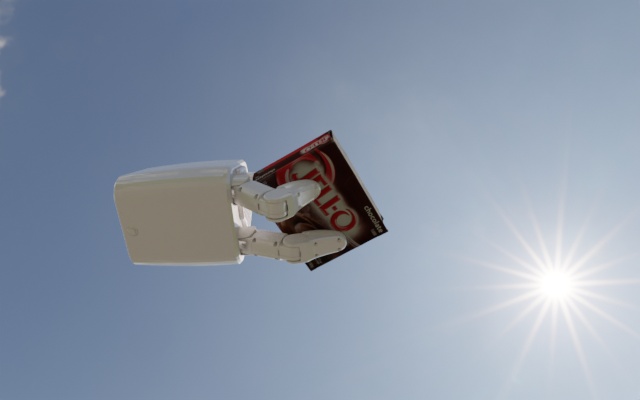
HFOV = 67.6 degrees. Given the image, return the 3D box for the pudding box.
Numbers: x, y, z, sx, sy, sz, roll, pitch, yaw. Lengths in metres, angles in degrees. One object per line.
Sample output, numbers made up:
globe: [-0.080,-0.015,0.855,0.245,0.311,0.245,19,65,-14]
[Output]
pudding box: [0.000,0.001,0.466,0.090,0.113,0.039,-28,25,13]
